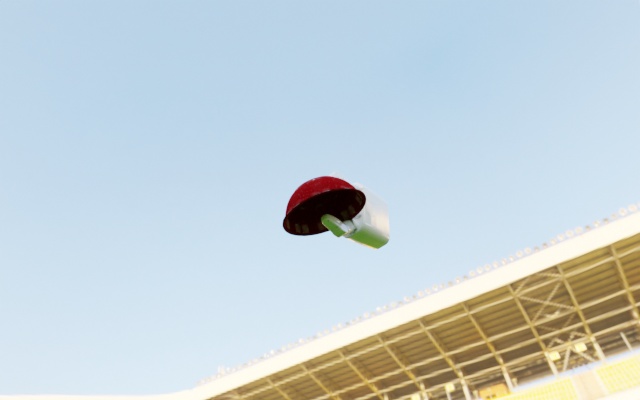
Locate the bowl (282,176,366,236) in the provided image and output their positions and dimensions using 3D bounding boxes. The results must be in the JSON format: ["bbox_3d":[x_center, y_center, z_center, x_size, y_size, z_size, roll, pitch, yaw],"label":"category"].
[{"bbox_3d":[-0.001,0.002,0.880,0.162,0.055,0.162,-17,-27,-9],"label":"bowl"}]
